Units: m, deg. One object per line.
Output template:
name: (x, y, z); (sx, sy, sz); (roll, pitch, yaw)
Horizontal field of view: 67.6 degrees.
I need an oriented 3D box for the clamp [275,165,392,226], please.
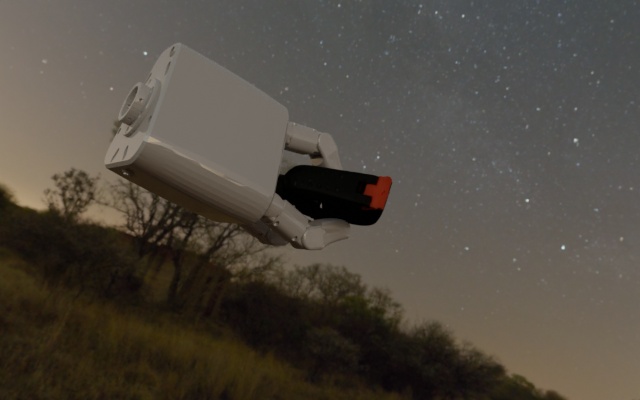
clamp: (0.000, 0.001, 0.460); (0.164, 0.036, 0.210); (27, -16, -35)
